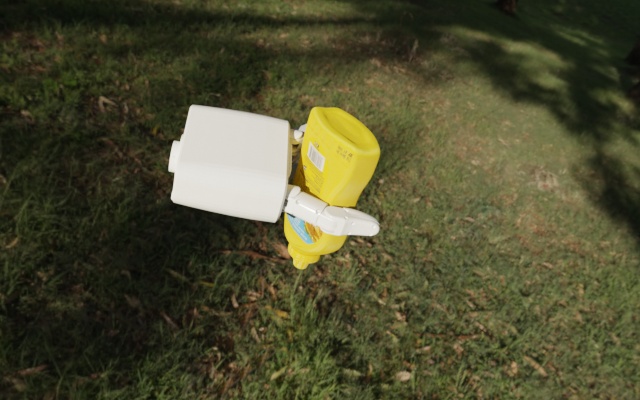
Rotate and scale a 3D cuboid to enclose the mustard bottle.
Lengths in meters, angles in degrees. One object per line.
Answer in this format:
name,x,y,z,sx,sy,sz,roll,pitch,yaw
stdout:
mustard bottle,0.000,0.002,0.528,0.058,0.192,0.096,-6,40,-33
